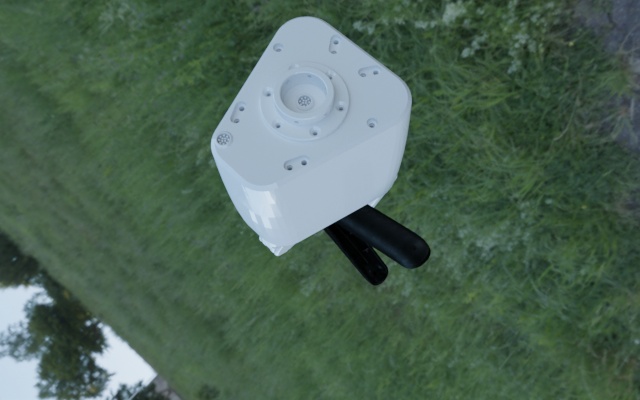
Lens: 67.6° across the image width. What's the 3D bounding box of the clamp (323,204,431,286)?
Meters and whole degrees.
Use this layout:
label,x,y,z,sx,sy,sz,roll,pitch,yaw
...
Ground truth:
label,x,y,z,sx,sy,sz,roll,pitch,yaw
clamp,-0.001,0.002,0.436,0.210,0.036,0.165,41,-15,14
